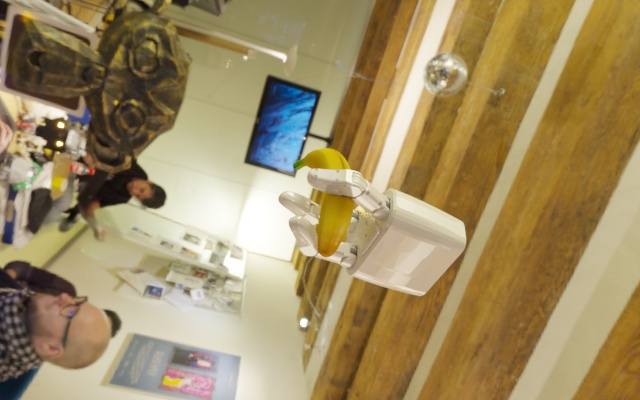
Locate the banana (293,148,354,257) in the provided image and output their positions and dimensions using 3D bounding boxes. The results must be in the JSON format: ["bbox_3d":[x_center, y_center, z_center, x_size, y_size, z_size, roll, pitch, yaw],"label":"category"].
[{"bbox_3d":[0.010,-0.014,0.564,0.037,0.070,0.197,28,23,-25],"label":"banana"}]
